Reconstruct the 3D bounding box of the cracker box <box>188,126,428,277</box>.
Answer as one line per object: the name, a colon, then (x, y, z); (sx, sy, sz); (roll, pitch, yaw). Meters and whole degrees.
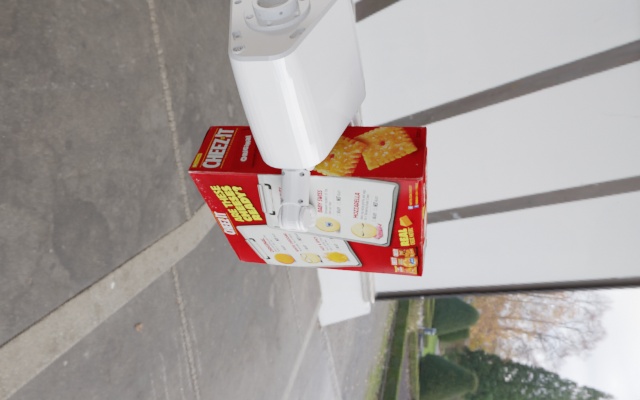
cracker box: (0.000, 0.002, 0.491); (0.213, 0.072, 0.164); (3, -37, 15)
